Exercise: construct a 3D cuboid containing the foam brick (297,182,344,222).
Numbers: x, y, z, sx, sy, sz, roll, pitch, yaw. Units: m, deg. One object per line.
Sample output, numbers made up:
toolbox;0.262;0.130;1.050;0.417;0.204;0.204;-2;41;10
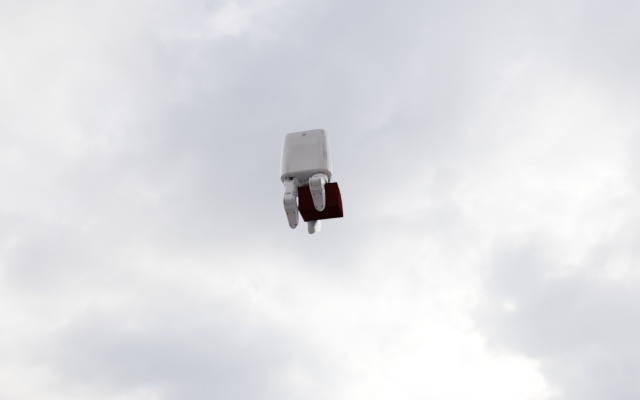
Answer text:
foam brick;0.000;0.003;0.890;0.078;0.051;0.053;-7;-30;9
